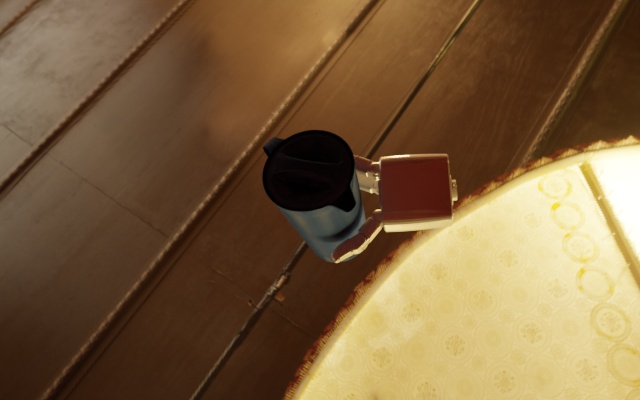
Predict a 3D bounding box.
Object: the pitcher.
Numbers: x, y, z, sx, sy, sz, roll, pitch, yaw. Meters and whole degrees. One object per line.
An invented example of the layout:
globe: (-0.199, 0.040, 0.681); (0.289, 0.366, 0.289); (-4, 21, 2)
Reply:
pitcher: (0.000, 0.003, 0.764); (0.145, 0.149, 0.243); (-7, -29, 10)
